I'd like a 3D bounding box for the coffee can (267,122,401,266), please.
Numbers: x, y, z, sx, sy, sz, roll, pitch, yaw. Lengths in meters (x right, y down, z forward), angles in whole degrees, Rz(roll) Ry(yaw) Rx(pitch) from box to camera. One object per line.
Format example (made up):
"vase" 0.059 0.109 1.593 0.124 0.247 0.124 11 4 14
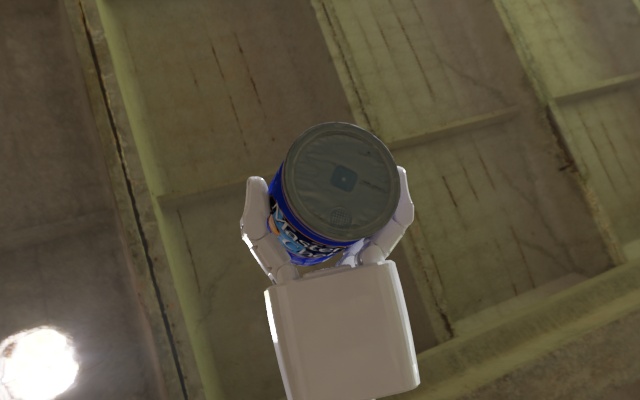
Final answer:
"coffee can" 0.000 0.001 0.455 0.103 0.102 0.140 0 -16 -17
